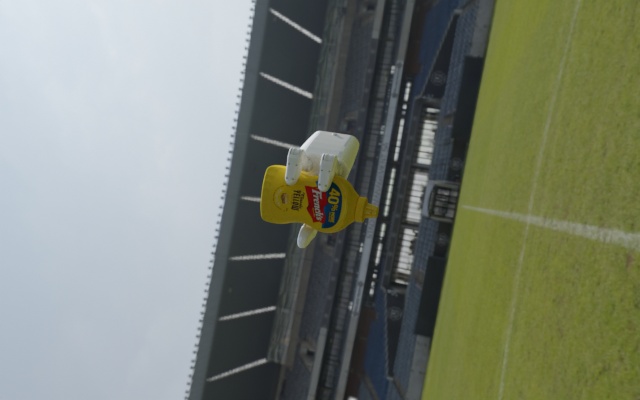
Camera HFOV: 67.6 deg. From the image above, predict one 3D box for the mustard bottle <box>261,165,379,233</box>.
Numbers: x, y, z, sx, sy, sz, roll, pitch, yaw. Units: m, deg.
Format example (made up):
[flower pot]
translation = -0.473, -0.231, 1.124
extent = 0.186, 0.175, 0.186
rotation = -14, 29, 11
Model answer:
[mustard bottle]
translation = 0.000, 0.003, 0.786
extent = 0.191, 0.096, 0.058
rotation = 10, 9, 13
